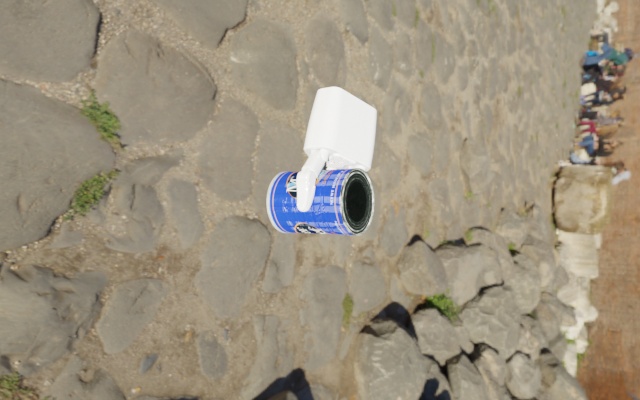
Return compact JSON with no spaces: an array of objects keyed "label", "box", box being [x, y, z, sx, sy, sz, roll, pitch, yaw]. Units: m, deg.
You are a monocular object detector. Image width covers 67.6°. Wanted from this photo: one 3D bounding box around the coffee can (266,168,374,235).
[{"label":"coffee can","box":[0.000,0.003,0.758,0.140,0.103,0.103,0,0,34]}]
